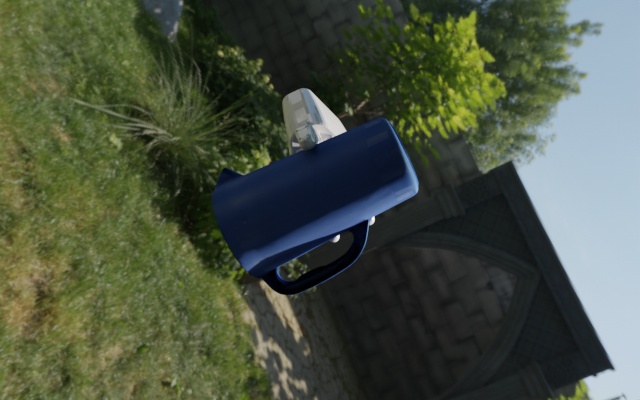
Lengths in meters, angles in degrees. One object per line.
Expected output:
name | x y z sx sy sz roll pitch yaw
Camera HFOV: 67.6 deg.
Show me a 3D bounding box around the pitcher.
pitcher | 0.000 0.002 0.613 0.243 0.149 0.145 -25 41 7
